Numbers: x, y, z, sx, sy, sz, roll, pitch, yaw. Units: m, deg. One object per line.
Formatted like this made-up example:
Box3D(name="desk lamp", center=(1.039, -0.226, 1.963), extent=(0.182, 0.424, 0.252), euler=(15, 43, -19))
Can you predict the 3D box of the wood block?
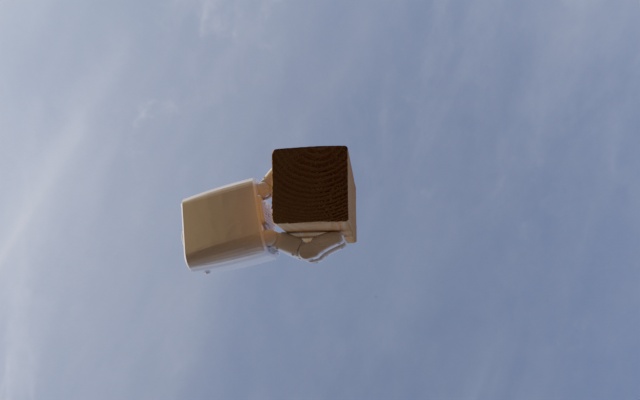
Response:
Box3D(name="wood block", center=(0.000, 0.002, 0.640), extent=(0.090, 0.091, 0.206), euler=(-2, -12, 6))
